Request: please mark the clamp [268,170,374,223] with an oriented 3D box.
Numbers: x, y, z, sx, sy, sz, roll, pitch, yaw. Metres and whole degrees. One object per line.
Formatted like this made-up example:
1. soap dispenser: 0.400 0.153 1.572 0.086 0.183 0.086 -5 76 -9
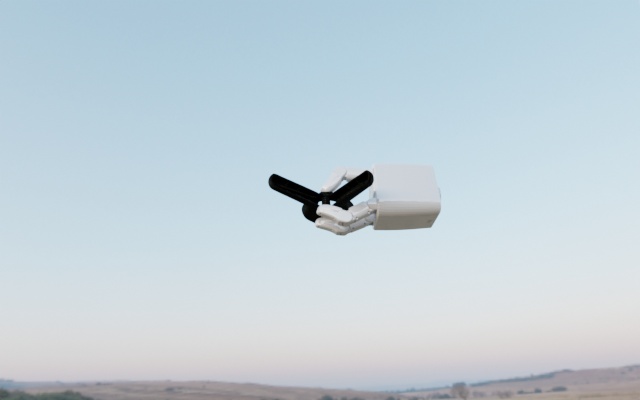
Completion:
1. clamp: 0.000 0.002 0.819 0.164 0.036 0.210 2 -24 1
